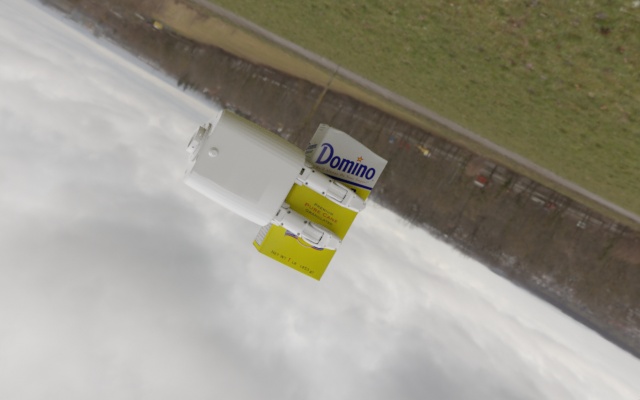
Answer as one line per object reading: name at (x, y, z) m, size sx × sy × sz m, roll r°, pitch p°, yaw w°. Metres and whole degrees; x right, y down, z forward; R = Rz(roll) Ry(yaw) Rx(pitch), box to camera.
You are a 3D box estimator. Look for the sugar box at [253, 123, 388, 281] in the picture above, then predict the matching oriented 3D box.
sugar box at (0.000, 0.002, 0.596) m, size 0.093 × 0.176 × 0.048 m, roll 29°, pitch 3°, yaw -23°
